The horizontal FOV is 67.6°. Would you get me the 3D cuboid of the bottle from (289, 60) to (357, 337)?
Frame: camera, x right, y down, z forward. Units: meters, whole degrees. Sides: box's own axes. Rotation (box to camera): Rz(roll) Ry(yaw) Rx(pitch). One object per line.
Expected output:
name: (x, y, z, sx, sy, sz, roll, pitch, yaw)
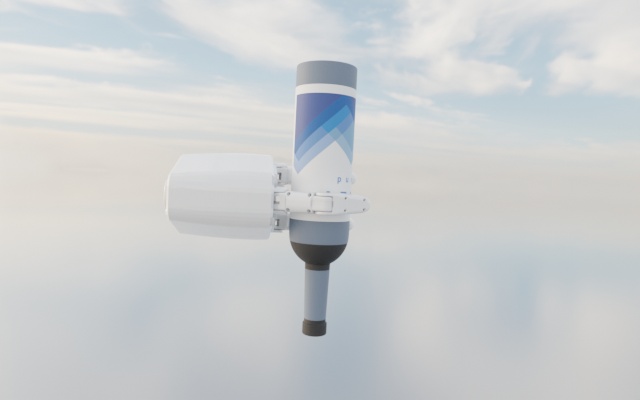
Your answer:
bottle: (0.000, 0.001, 0.528, 0.069, 0.296, 0.069, 3, 3, 0)
